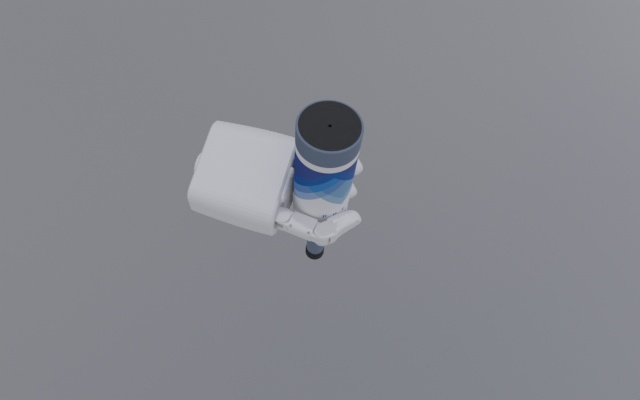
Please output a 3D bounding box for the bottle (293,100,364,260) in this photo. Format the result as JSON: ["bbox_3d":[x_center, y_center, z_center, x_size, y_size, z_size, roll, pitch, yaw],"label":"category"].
[{"bbox_3d":[0.000,0.002,0.584,0.069,0.069,0.296,0,-30,-4],"label":"bottle"}]
